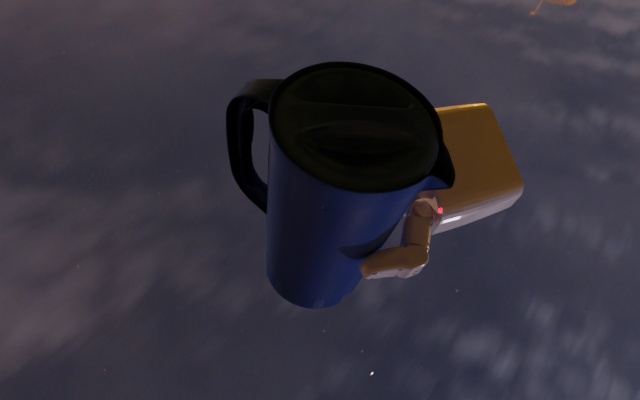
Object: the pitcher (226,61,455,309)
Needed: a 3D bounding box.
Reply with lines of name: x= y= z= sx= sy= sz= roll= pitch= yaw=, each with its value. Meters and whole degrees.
pitcher: x=0.000 y=0.001 z=0.444 sx=0.145 sy=0.149 sz=0.243 roll=-14 pitch=-31 yaw=-21
